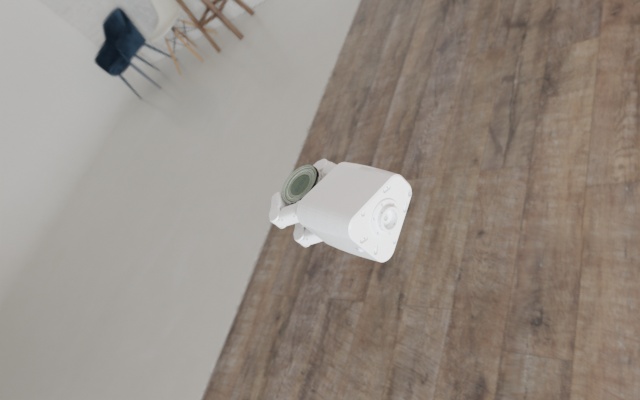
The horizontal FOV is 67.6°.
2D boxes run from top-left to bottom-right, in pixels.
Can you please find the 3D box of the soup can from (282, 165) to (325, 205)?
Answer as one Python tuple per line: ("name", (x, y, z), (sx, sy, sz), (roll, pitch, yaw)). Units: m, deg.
("soup can", (0.000, 0.002, 0.703), (0.068, 0.068, 0.102), (0, -31, 46))
